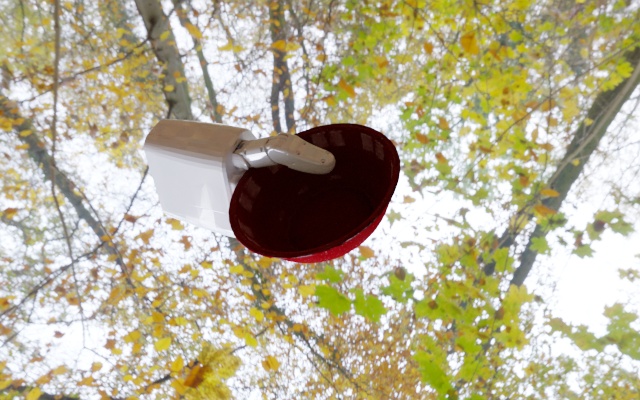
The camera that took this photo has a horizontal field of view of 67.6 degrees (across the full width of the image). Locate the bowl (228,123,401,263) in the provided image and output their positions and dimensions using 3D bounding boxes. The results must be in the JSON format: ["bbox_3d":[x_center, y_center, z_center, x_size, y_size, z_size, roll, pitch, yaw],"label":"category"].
[{"bbox_3d":[0.001,0.002,0.438,0.162,0.162,0.055,0,-42,28],"label":"bowl"}]
